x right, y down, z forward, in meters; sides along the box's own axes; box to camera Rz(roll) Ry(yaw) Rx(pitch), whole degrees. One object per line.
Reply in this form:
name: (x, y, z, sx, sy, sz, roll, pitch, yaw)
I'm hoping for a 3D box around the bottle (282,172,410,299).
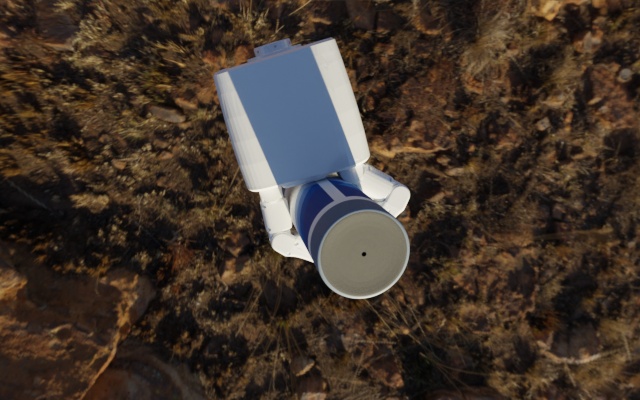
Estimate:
bottle: (0.000, 0.002, 0.465, 0.069, 0.069, 0.295, 0, 14, -12)
